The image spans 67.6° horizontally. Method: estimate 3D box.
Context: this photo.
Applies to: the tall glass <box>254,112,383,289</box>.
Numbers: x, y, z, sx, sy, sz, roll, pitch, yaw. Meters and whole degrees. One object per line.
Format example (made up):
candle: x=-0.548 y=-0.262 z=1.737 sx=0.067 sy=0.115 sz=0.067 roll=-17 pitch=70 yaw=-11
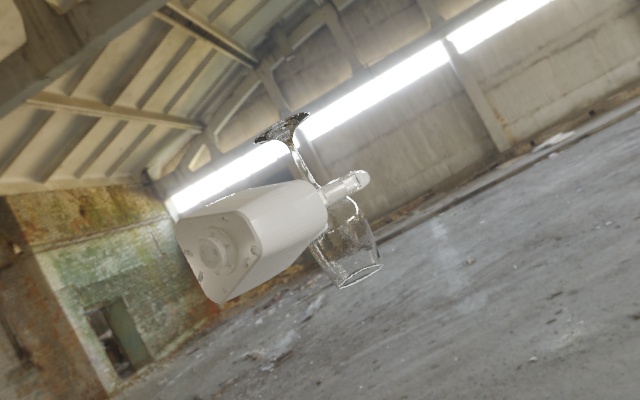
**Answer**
tall glass: x=0.000 y=0.001 z=0.564 sx=0.079 sy=0.201 sz=0.079 roll=-28 pitch=-1 yaw=-1
